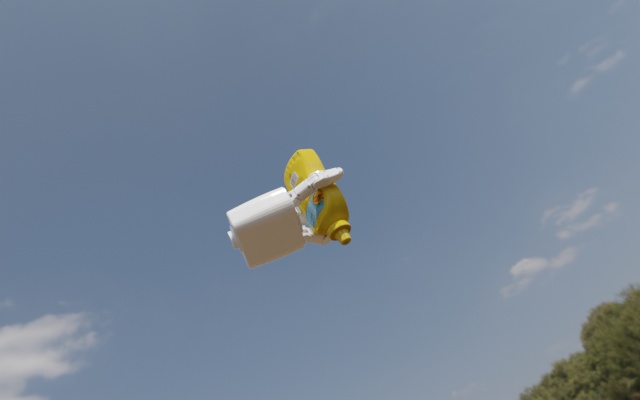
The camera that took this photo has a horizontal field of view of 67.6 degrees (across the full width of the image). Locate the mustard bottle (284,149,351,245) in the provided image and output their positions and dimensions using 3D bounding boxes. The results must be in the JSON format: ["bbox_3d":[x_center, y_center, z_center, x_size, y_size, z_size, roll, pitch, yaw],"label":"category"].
[{"bbox_3d":[0.000,0.002,0.841,0.058,0.096,0.191,-6,47,-32],"label":"mustard bottle"}]
